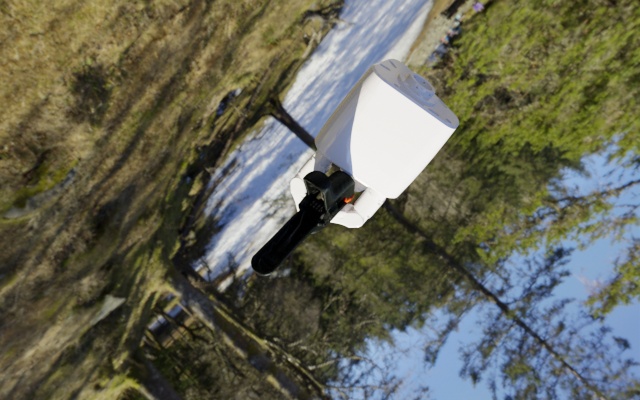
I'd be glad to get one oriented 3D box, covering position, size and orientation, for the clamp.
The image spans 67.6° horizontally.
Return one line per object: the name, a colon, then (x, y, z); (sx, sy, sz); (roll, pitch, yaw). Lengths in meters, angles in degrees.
clamp: (0.001, 0.002, 0.494); (0.120, 0.039, 0.171); (-51, -6, 33)
